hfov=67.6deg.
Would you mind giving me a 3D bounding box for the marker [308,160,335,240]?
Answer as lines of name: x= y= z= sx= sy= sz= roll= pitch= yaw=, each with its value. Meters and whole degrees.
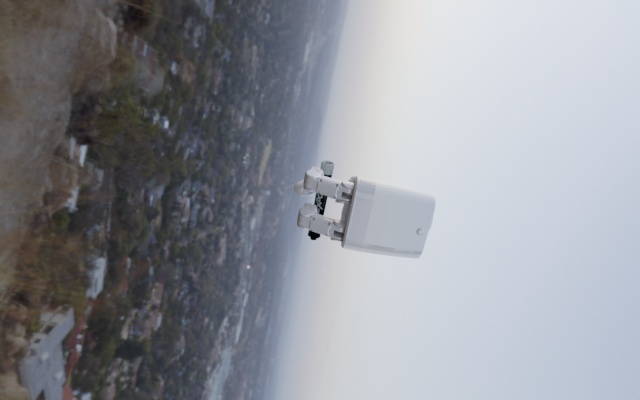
marker: x=0.000 y=0.002 z=0.684 sx=0.020 sy=0.121 sz=0.020 roll=10 pitch=22 yaw=-4
